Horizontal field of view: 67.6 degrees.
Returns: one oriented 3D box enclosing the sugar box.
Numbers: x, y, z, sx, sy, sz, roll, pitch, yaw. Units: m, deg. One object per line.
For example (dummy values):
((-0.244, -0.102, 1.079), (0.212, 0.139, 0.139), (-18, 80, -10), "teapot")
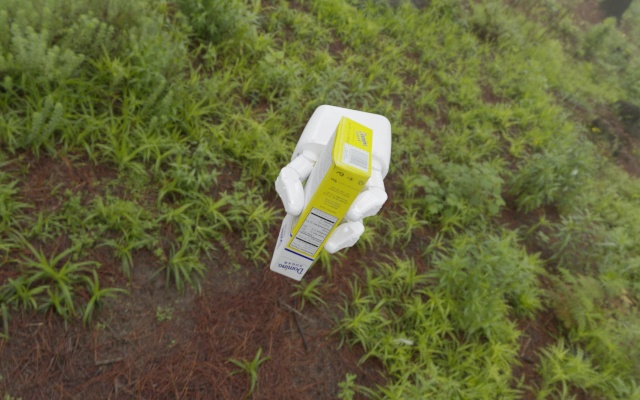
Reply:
((0.001, 0.002, 0.541), (0.048, 0.176, 0.093), (22, 39, -9), "sugar box")
